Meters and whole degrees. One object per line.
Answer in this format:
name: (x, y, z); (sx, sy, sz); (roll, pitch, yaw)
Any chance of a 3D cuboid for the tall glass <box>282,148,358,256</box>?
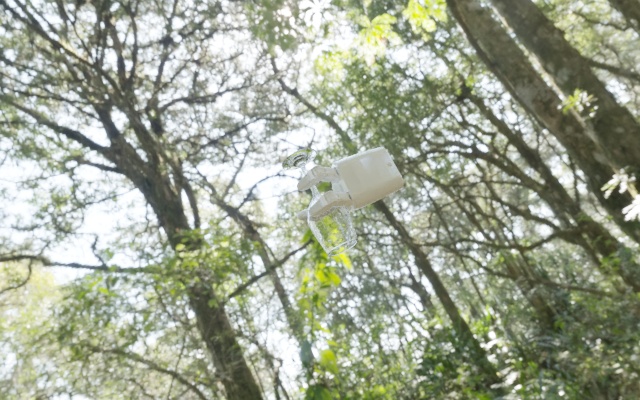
tall glass: (0.000, 0.002, 0.899); (0.079, 0.201, 0.079); (-23, -20, -9)
